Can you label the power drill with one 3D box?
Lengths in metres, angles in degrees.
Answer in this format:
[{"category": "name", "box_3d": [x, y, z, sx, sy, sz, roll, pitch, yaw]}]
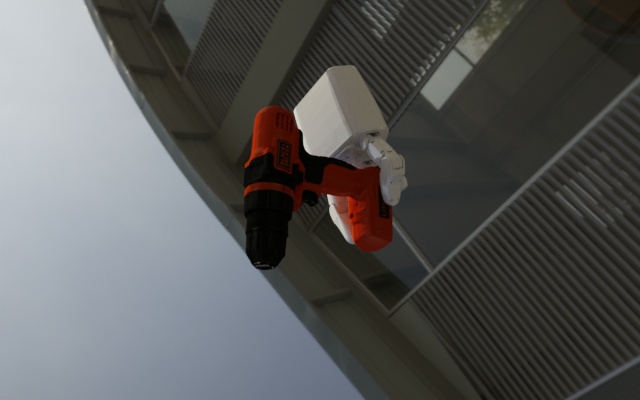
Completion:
[{"category": "power drill", "box_3d": [0.000, 0.002, 0.540, 0.188, 0.184, 0.057, 20, -29, -36]}]
